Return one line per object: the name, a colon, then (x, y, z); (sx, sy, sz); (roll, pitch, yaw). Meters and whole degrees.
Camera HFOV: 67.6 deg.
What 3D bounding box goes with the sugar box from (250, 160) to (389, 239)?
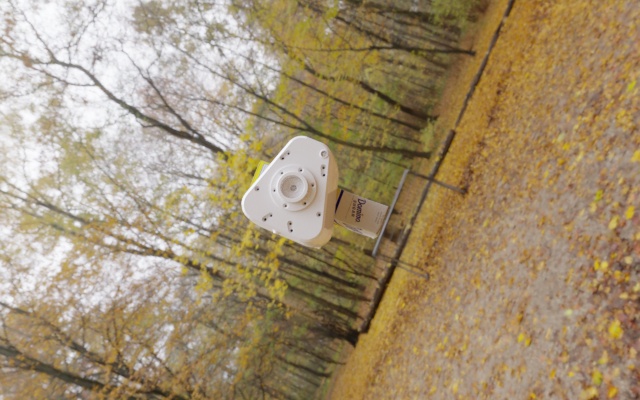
sugar box: (0.000, 0.003, 0.646); (0.176, 0.048, 0.093); (22, -6, 6)
